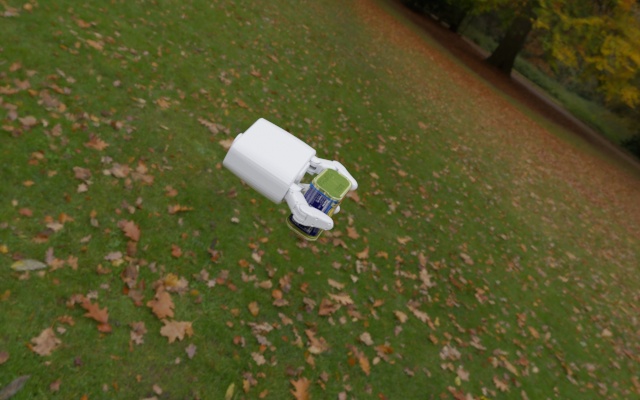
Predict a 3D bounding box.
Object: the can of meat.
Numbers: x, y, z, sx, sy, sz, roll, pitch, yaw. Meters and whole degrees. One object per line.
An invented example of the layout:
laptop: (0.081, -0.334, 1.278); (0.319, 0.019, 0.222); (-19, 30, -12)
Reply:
can of meat: (0.000, 0.002, 0.750); (0.057, 0.084, 0.102); (35, 26, 3)
